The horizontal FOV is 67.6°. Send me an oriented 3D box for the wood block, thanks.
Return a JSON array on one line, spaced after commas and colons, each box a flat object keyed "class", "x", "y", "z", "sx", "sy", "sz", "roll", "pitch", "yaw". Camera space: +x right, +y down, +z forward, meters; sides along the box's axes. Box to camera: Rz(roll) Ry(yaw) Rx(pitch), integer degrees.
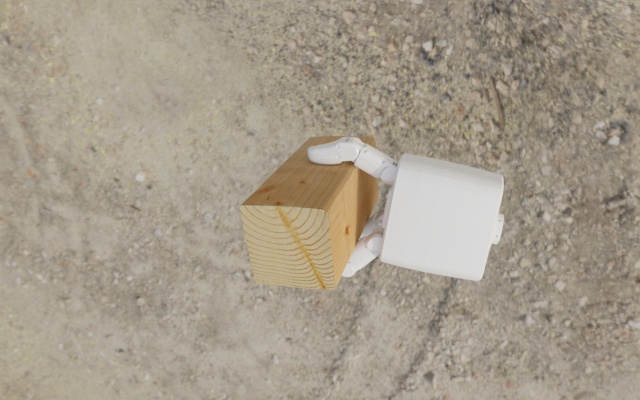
[{"class": "wood block", "x": 0.000, "y": 0.002, "z": 0.540, "sx": 0.090, "sy": 0.091, "sz": 0.206, "roll": 2, "pitch": 26, "yaw": 18}]
